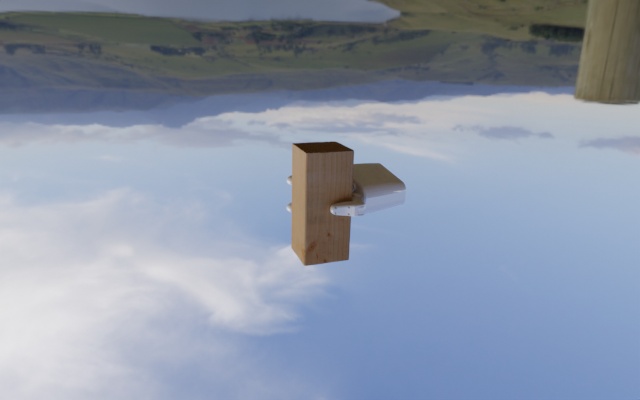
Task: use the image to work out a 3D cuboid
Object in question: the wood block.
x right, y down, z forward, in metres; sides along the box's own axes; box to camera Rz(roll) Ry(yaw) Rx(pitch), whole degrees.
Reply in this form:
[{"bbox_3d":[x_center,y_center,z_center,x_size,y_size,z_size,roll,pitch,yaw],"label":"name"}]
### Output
[{"bbox_3d":[0.001,0.003,0.873,0.090,0.206,0.090,-5,18,-19],"label":"wood block"}]
